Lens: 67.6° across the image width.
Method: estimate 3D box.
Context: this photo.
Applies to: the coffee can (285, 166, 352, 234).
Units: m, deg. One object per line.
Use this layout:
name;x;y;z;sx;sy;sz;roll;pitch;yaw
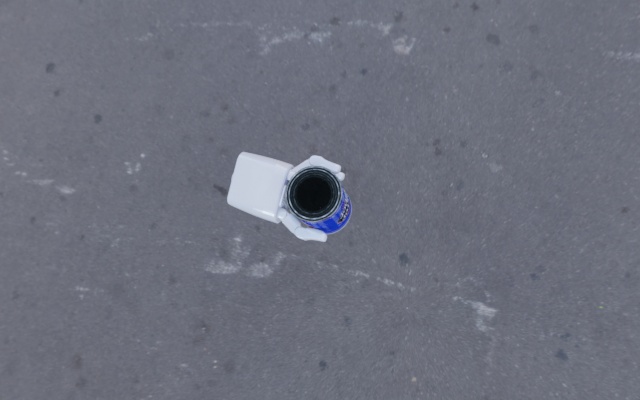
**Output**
coffee can;0.000;0.003;0.896;0.103;0.102;0.140;0;-12;10
